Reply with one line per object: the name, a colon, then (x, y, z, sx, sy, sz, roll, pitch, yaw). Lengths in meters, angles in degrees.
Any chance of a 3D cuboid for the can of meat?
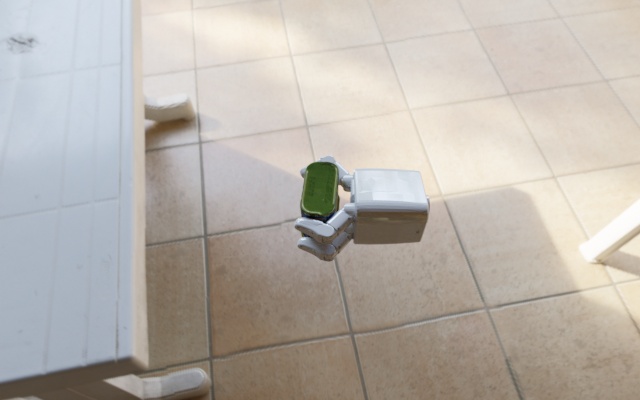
can of meat: (0.000, 0.002, 0.734, 0.057, 0.102, 0.084, 4, -32, 4)
